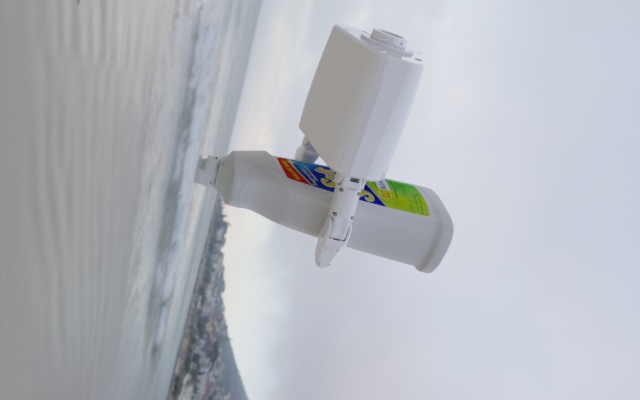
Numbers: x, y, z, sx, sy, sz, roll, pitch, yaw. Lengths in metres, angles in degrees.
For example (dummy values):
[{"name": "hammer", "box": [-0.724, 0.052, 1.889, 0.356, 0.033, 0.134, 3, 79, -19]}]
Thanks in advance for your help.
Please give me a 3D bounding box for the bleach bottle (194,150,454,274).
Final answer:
[{"name": "bleach bottle", "box": [0.000, 0.002, 0.482, 0.251, 0.068, 0.102, 13, 28, -12]}]
